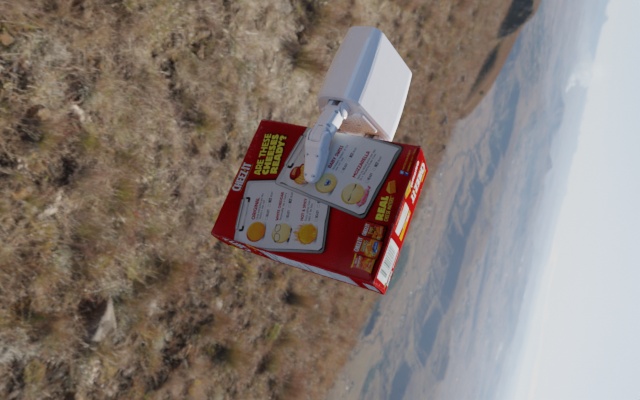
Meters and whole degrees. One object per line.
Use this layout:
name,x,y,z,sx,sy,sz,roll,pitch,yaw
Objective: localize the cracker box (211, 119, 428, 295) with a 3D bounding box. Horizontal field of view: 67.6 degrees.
cracker box,0.000,0.002,0.571,0.213,0.164,0.072,13,-18,26
